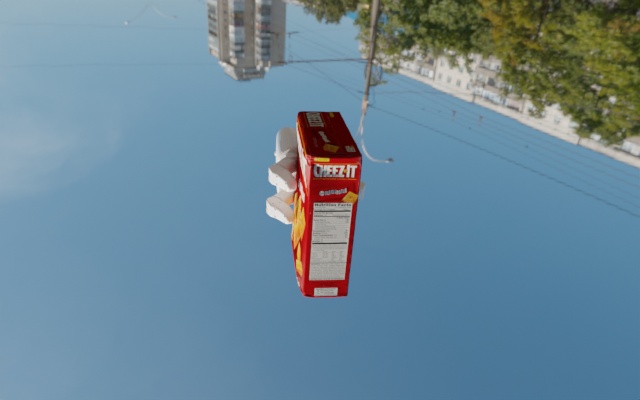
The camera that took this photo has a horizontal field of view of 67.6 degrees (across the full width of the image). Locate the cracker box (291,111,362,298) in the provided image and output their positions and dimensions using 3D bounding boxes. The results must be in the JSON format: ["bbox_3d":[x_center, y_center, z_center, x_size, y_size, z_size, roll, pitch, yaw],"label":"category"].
[{"bbox_3d":[0.000,0.002,0.669,0.072,0.214,0.164,-1,29,-8],"label":"cracker box"}]
